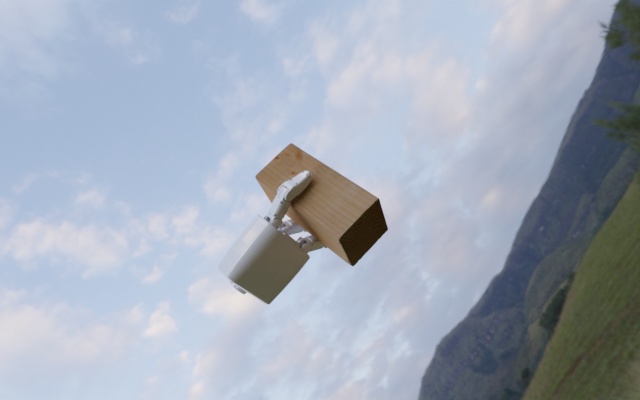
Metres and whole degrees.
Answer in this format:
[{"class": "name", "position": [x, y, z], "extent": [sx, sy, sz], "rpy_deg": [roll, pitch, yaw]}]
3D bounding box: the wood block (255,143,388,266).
[{"class": "wood block", "position": [0.000, 0.003, 0.783], "extent": [0.206, 0.090, 0.091], "rpy_deg": [35, -18, 35]}]
